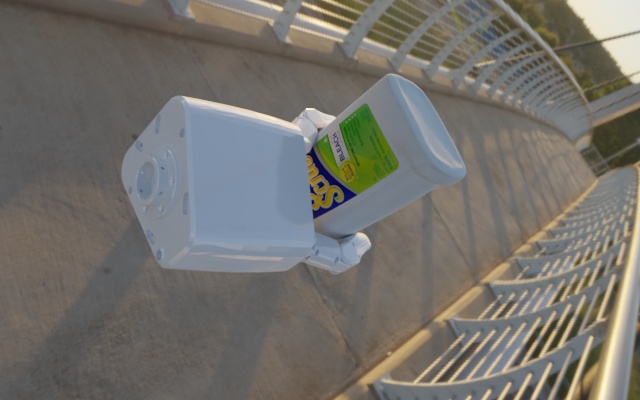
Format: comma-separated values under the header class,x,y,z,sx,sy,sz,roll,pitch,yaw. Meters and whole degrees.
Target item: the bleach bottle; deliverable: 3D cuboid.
class,x,y,z,sx,sy,sz,roll,pitch,yaw
bleach bottle,0.000,0.001,0.440,0.251,0.102,0.068,-37,-28,32
